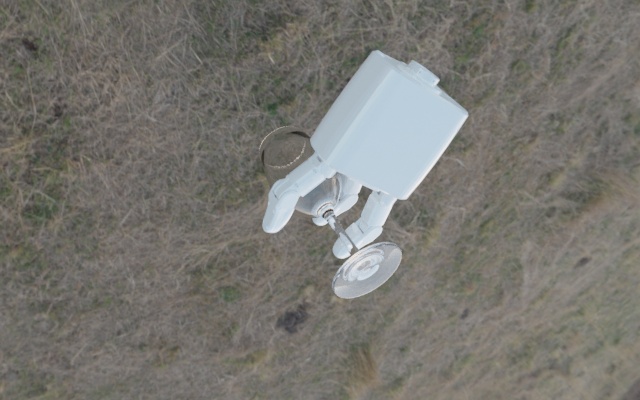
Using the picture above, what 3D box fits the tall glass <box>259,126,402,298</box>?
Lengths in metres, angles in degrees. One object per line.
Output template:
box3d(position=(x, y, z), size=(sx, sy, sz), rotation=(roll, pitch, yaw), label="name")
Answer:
box3d(position=(0.000, 0.002, 0.504), size=(0.079, 0.079, 0.201), rotation=(0, 40, -36), label="tall glass")
